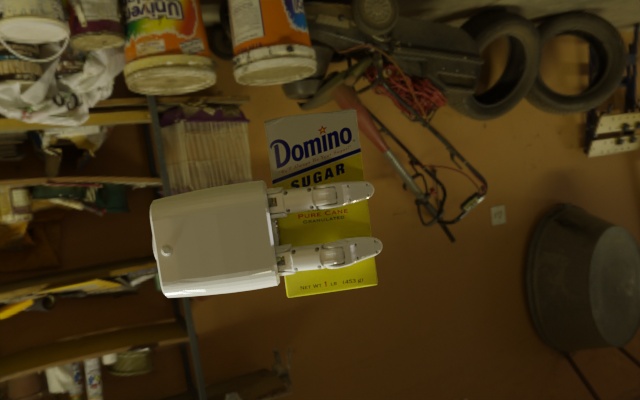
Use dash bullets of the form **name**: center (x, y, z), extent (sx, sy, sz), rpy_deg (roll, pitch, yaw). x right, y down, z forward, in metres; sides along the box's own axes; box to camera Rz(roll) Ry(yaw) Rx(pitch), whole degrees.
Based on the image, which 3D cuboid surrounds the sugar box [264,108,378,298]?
- **sugar box**: center (0.000, 0.002, 0.481), extent (0.093, 0.176, 0.048), rpy_deg (-8, 4, -4)
